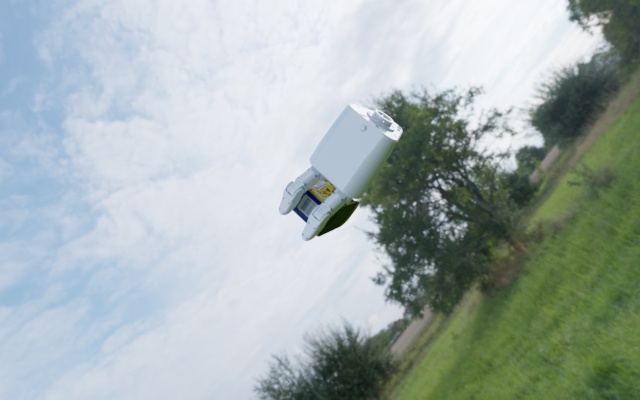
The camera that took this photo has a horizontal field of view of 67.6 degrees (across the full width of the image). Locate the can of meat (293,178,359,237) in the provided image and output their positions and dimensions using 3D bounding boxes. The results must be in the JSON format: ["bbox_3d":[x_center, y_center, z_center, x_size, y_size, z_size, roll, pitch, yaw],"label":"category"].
[{"bbox_3d":[0.000,0.002,0.762,0.084,0.057,0.102,43,28,17],"label":"can of meat"}]
